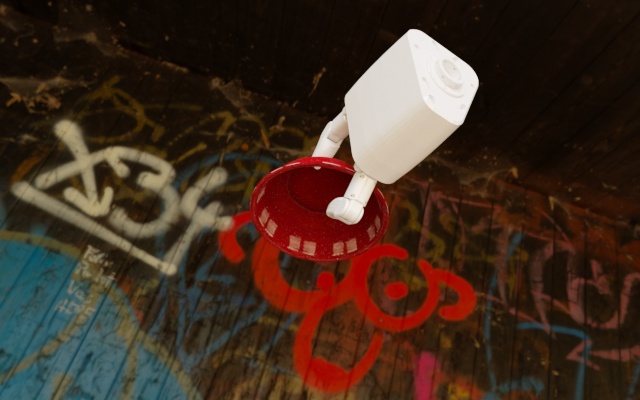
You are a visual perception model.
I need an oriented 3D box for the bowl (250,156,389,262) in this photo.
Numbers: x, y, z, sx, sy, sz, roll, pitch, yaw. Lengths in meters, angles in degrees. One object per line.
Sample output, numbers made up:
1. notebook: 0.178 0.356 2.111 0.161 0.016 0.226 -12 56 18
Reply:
1. bowl: -0.001 0.002 0.573 0.162 0.162 0.055 0 42 7
